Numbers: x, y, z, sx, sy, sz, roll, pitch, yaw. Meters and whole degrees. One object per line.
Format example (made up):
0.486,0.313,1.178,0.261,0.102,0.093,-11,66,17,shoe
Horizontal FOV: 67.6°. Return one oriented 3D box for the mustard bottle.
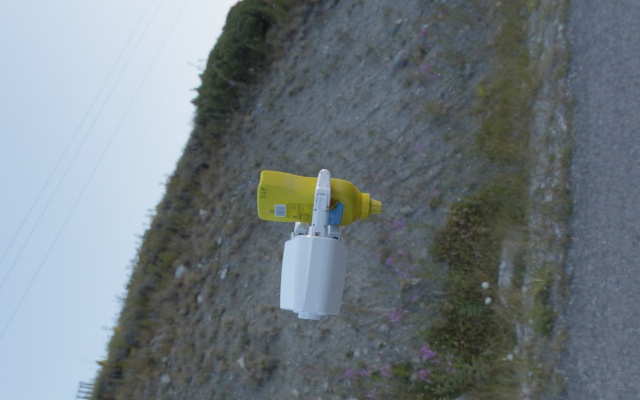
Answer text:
0.000,0.002,0.748,0.191,0.058,0.096,6,-37,-1,mustard bottle
